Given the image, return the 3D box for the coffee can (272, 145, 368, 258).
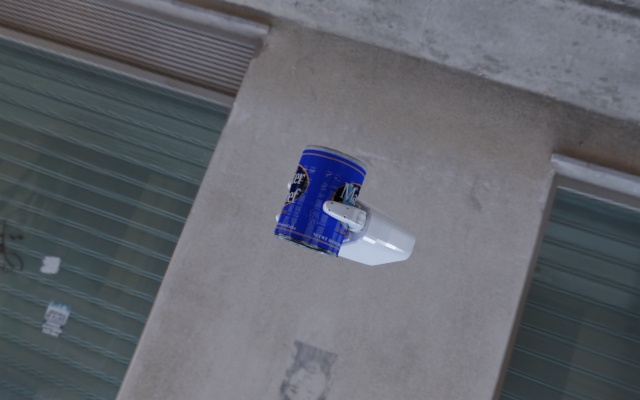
[{"bbox_3d":[0.000,0.002,0.710,0.103,0.140,0.103,19,-9,3],"label":"coffee can"}]
